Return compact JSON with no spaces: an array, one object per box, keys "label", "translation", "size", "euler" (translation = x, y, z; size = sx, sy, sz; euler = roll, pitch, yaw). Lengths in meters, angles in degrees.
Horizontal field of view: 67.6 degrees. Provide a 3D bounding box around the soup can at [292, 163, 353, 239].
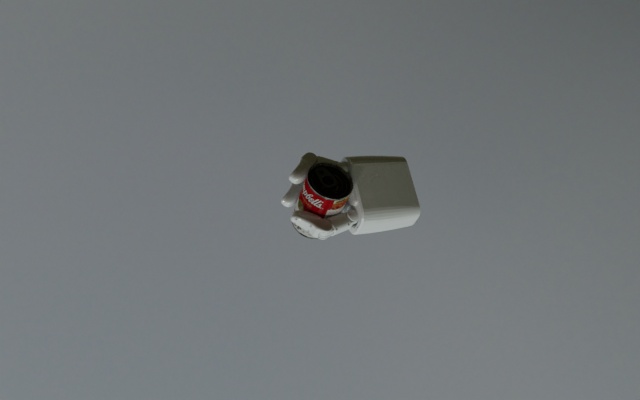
[{"label":"soup can","translation":[0.000,0.003,0.708],"size":[0.068,0.068,0.102],"euler":[0,-37,-20]}]
